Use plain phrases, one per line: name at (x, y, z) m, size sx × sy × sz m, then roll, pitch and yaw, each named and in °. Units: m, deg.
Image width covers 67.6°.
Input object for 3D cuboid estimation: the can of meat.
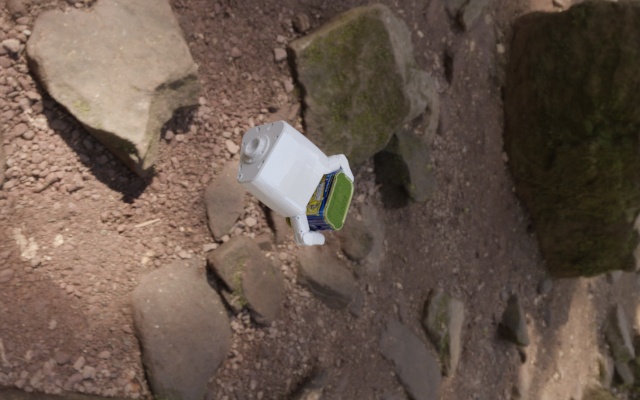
can of meat at (0.000, 0.003, 0.794) m, size 0.084 × 0.102 × 0.057 m, roll -5°, pitch -33°, yaw 39°
